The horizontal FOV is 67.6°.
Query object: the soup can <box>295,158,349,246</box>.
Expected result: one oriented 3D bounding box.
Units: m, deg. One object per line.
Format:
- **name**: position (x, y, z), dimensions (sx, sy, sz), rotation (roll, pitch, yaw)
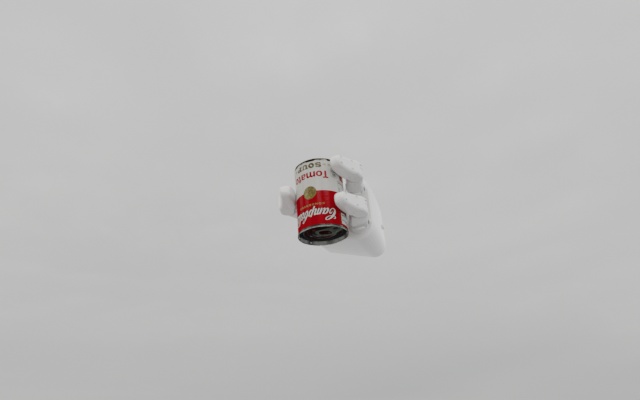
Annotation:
- **soup can**: position (0.000, 0.002, 0.652), dimensions (0.068, 0.102, 0.068), rotation (-4, -26, -2)
